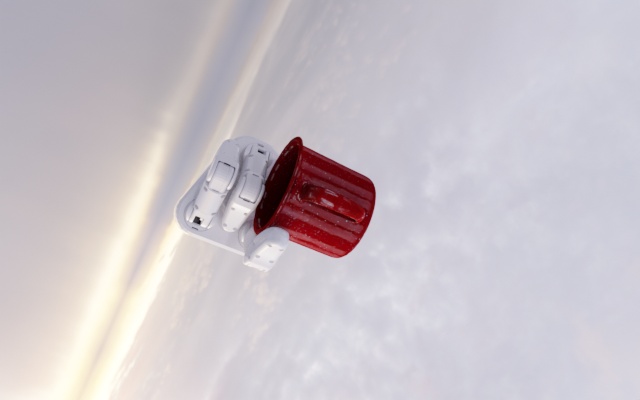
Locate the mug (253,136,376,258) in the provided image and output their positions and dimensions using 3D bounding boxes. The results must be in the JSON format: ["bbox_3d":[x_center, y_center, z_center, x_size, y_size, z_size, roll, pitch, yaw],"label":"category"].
[{"bbox_3d":[0.001,0.001,0.417,0.081,0.093,0.117,24,-9,-18],"label":"mug"}]
